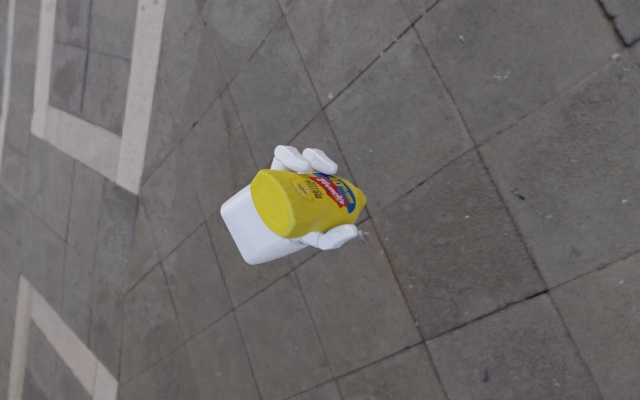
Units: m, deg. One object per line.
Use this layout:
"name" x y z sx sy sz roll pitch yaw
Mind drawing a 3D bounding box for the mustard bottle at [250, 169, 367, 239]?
"mustard bottle" 0.000 0.002 0.661 0.191 0.058 0.096 -1 46 -48
